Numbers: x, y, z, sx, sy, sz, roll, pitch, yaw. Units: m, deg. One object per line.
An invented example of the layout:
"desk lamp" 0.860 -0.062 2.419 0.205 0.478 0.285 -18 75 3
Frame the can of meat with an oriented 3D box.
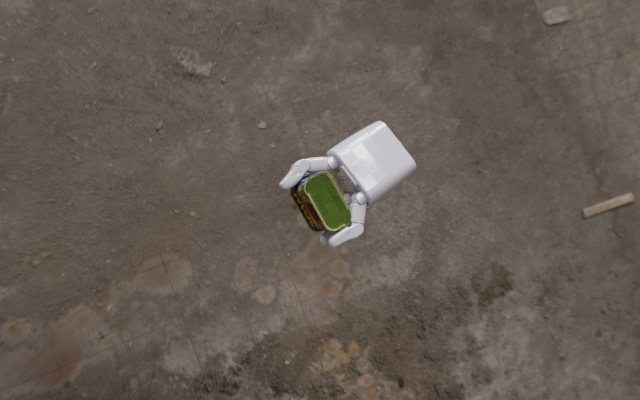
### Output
"can of meat" 0.000 0.003 0.783 0.057 0.102 0.084 -32 9 -16
